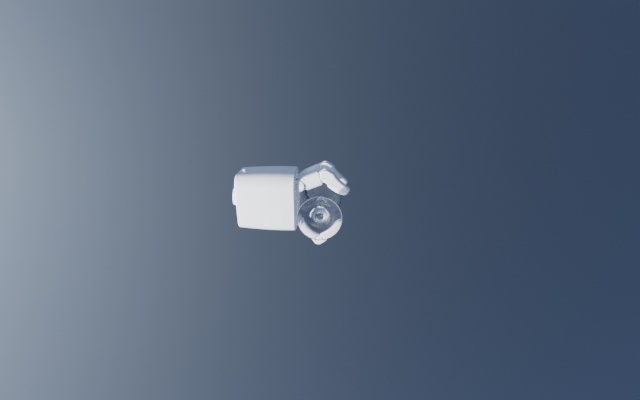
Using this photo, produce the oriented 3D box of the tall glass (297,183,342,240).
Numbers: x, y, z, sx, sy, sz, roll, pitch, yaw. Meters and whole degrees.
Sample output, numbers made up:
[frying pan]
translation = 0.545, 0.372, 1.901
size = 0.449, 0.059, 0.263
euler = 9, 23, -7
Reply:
[tall glass]
translation = 0.000, 0.003, 0.869
size = 0.079, 0.079, 0.201
euler = 0, 16, 2
